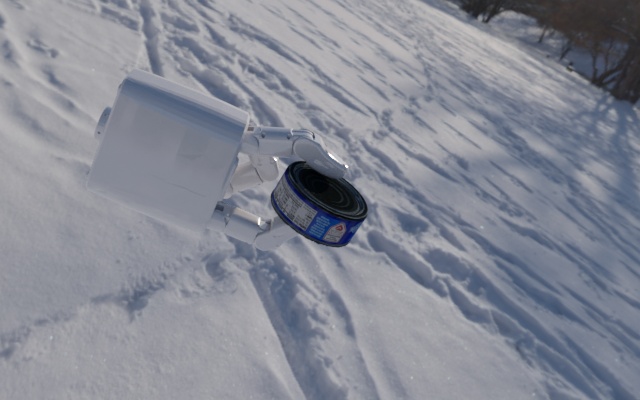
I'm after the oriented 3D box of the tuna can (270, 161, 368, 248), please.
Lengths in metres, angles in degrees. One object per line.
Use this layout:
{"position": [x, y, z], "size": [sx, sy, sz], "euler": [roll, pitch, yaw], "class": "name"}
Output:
{"position": [0.000, 0.001, 0.434], "size": [0.086, 0.034, 0.086], "euler": [26, 25, -14], "class": "tuna can"}
